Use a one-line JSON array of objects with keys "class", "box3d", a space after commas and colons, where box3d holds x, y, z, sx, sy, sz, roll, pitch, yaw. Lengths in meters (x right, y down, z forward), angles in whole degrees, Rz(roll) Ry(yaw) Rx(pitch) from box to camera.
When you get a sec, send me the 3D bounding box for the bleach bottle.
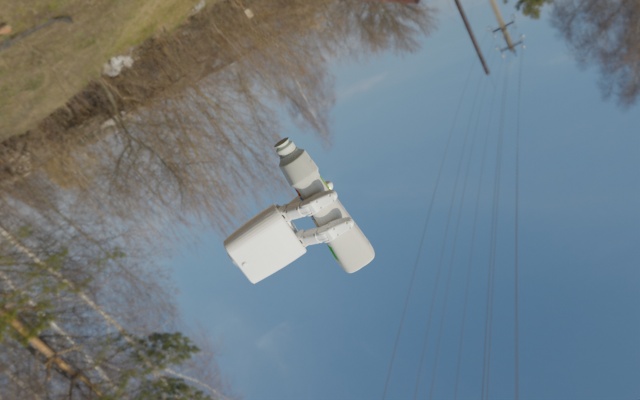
[{"class": "bleach bottle", "box3d": [0.000, 0.003, 0.810, 0.068, 0.251, 0.102, -34, 21, -1]}]
